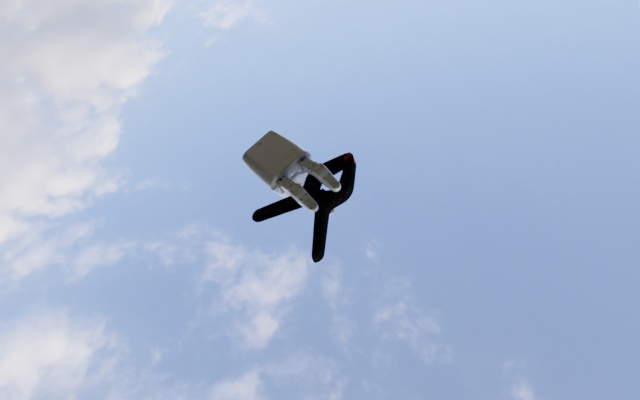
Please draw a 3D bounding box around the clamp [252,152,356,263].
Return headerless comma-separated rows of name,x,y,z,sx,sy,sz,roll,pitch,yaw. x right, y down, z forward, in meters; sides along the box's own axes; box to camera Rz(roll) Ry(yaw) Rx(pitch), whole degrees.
clamp,0.001,0.003,0.846,0.164,0.210,0.036,39,-14,33
